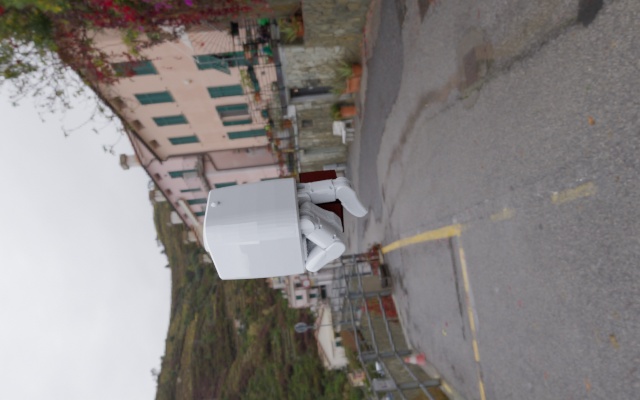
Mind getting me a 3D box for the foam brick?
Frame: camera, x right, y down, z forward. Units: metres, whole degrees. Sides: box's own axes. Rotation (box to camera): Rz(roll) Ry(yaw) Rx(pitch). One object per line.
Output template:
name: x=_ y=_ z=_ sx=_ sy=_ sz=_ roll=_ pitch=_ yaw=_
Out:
foam brick: x=0.000 y=0.002 z=0.628 sx=0.051 sy=0.053 sz=0.078 roll=-6 pitch=35 yaw=-2
